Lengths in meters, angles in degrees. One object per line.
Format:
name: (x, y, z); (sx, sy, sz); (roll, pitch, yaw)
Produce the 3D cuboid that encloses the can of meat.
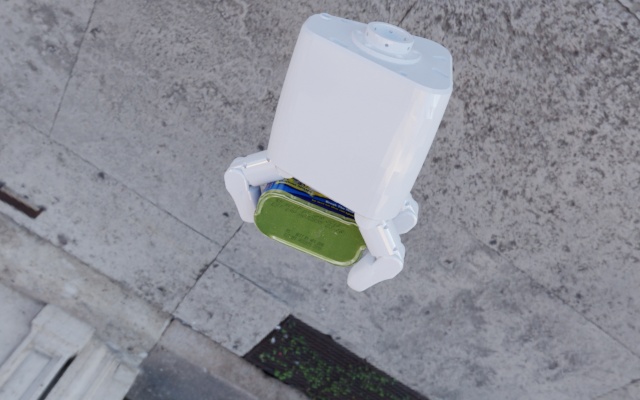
can of meat: (0.000, 0.002, 0.422); (0.102, 0.057, 0.084); (22, 38, -1)
